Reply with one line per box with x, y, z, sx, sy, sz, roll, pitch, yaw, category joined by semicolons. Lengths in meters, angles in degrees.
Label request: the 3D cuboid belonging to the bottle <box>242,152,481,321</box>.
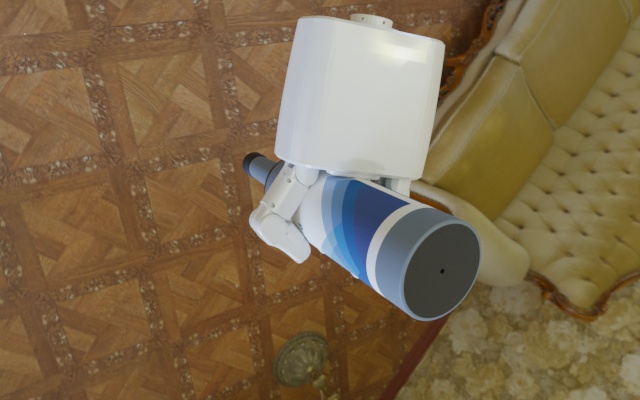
0.000;0.001;0.408;0.069;0.069;0.295;0;16;-32;bottle
